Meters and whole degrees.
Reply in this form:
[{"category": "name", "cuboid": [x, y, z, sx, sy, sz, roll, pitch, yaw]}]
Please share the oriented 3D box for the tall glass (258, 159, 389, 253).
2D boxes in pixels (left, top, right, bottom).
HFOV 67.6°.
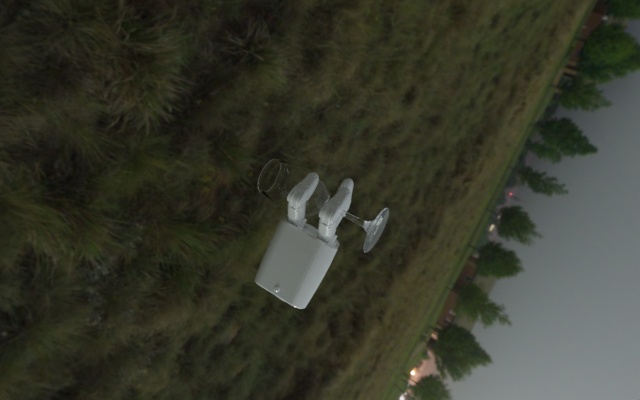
[{"category": "tall glass", "cuboid": [0.001, 0.003, 0.740, 0.201, 0.079, 0.079, 27, 10, 20]}]
